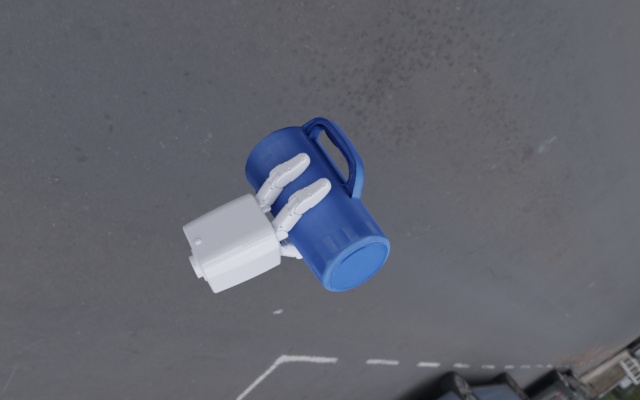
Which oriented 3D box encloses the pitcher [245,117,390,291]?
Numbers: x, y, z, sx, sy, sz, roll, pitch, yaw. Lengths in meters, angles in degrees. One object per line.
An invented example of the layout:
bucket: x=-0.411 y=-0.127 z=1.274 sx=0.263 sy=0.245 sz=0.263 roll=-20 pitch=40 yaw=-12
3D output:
pitcher: x=0.000 y=0.002 z=0.699 sx=0.145 sy=0.242 sz=0.149 roll=-25 pitch=-37 yaw=-16
